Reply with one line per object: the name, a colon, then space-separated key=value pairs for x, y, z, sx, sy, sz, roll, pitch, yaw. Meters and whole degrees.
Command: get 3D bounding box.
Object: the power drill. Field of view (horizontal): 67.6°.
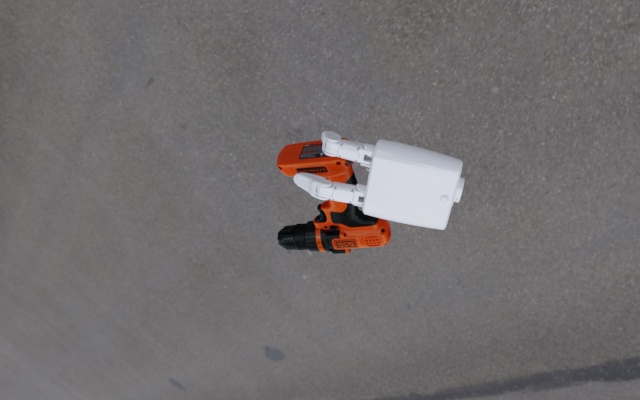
power drill: x=0.000 y=0.002 z=0.709 sx=0.184 sy=0.188 sz=0.057 roll=-6 pitch=40 yaw=17
